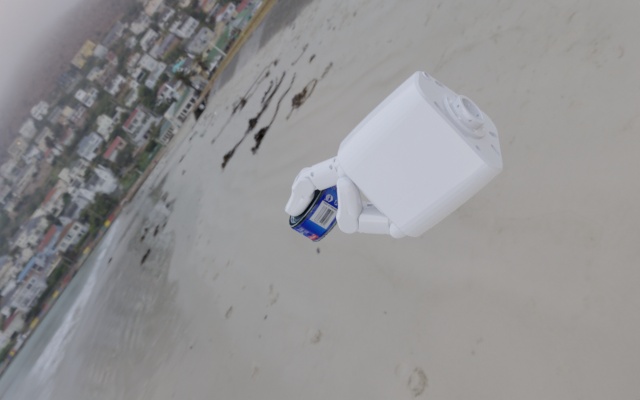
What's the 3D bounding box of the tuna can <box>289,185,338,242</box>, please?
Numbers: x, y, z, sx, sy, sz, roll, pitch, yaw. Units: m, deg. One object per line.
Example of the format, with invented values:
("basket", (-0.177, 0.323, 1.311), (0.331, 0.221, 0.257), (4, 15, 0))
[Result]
("tuna can", (0.000, 0.002, 0.540), (0.034, 0.086, 0.086), (31, -9, -15))
